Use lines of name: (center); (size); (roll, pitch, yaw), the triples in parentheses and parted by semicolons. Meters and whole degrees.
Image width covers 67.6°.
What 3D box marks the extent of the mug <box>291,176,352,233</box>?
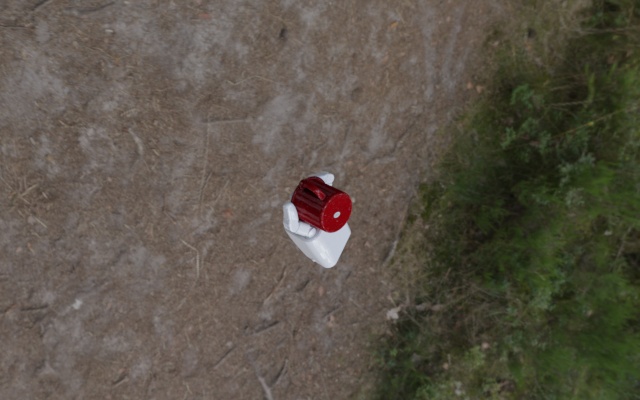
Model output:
mug: (0.000, 0.002, 0.886); (0.081, 0.093, 0.117); (26, -23, 42)
